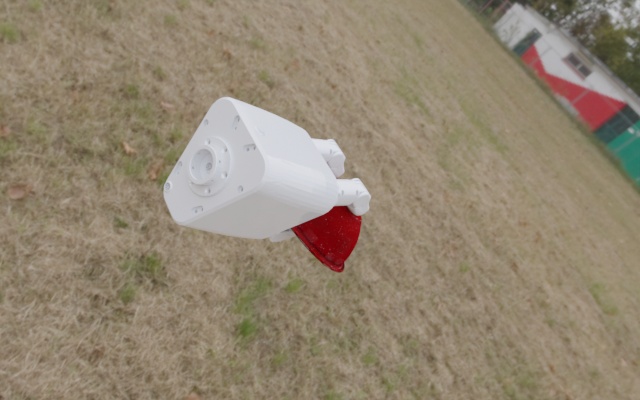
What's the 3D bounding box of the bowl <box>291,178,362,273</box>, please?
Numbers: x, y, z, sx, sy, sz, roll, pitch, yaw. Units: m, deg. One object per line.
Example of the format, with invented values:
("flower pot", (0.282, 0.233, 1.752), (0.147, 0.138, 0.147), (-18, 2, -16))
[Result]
("bowl", (0.001, 0.002, 0.557), (0.055, 0.162, 0.162), (-35, -7, 10))
